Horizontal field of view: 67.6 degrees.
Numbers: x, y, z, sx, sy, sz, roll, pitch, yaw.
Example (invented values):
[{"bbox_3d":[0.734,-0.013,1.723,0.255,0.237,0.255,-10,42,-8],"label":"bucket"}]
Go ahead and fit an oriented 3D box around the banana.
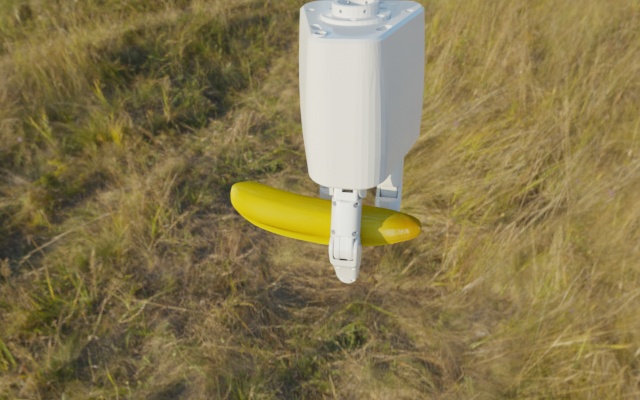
[{"bbox_3d":[-0.013,0.008,0.419,0.198,0.037,0.069,15,32,32],"label":"banana"}]
